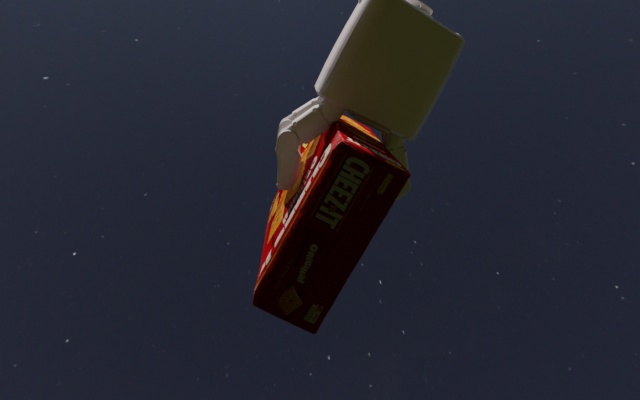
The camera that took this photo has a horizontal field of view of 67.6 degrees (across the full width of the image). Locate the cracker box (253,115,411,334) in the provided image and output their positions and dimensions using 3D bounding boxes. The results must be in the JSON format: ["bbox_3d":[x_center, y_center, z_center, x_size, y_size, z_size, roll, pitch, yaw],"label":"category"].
[{"bbox_3d":[0.000,0.002,0.486,0.072,0.164,0.213,26,15,-10],"label":"cracker box"}]
